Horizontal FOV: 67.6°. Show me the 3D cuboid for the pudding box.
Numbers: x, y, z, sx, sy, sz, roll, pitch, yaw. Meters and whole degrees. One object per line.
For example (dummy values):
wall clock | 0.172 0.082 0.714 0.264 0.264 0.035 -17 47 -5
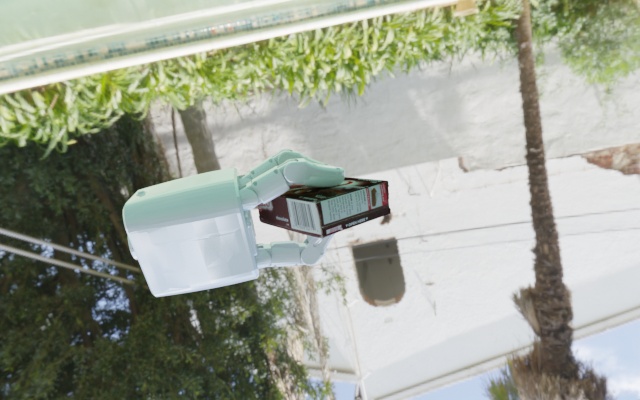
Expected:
pudding box | 0.000 0.002 0.482 0.090 0.039 0.113 -18 18 -34
